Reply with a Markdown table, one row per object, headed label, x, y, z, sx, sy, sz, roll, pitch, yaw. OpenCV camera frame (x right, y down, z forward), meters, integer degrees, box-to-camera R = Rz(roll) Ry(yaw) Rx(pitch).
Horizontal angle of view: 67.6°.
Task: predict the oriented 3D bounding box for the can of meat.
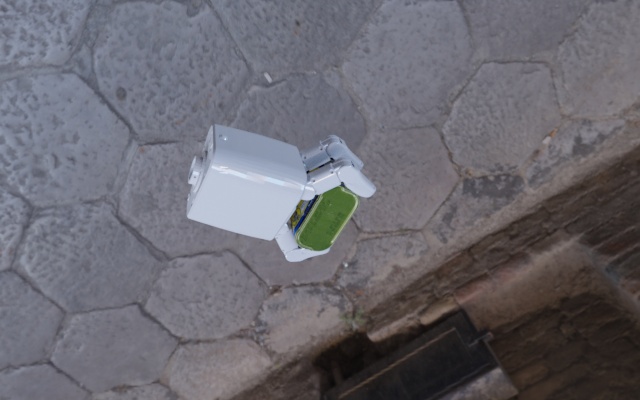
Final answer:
| label | x | y | z | sx | sy | sz | roll | pitch | yaw |
| --- | --- | --- | --- | --- | --- | --- | --- | --- | --- |
| can of meat | 0.000 | 0.002 | 0.602 | 0.057 | 0.102 | 0.084 | 20 | 26 | -24 |
